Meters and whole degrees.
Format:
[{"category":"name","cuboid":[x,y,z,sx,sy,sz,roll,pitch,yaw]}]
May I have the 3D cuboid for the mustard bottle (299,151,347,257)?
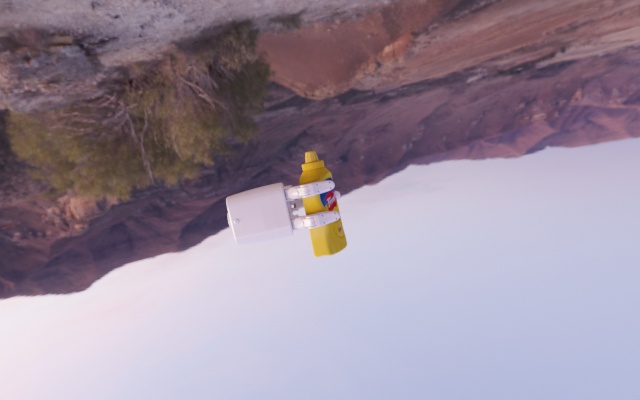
[{"category":"mustard bottle","cuboid":[0.001,0.003,0.891,0.058,0.191,0.096,-10,5,24]}]
